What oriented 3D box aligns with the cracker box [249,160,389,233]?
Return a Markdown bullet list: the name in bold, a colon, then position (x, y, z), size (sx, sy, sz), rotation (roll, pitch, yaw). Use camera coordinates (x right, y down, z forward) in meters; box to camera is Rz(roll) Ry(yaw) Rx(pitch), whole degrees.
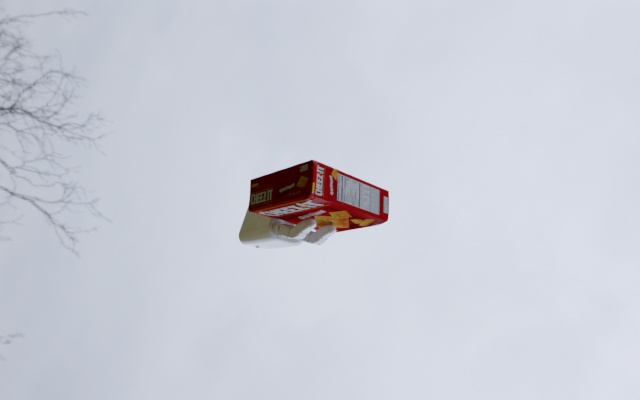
- **cracker box**: position (0.000, 0.003, 0.889), size (0.164, 0.072, 0.214), rotation (-14, -23, 42)
